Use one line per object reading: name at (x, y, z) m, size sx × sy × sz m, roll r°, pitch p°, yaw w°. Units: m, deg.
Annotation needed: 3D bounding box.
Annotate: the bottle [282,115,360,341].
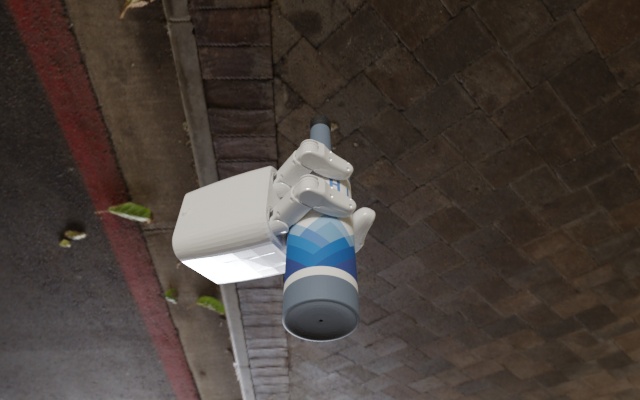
bottle at (0.000, 0.002, 0.511) m, size 0.069 × 0.069 × 0.295 m, roll 0°, pitch 43°, yaw 0°
